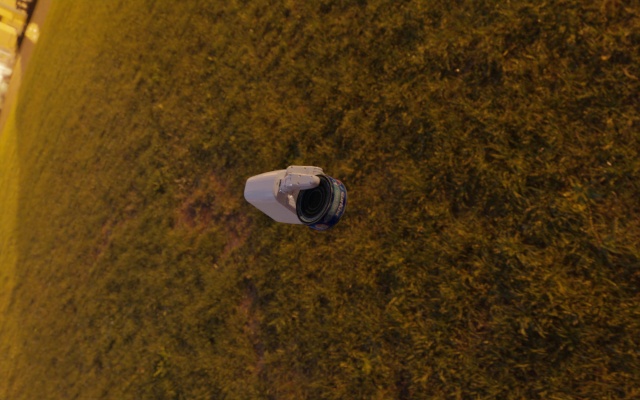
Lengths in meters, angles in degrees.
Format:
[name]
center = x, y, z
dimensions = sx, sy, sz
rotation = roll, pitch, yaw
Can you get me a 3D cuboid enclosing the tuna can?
[tuna can]
center = 0.000, 0.002, 0.749
dimensions = 0.034, 0.086, 0.086
rotation = 22, -15, -39
